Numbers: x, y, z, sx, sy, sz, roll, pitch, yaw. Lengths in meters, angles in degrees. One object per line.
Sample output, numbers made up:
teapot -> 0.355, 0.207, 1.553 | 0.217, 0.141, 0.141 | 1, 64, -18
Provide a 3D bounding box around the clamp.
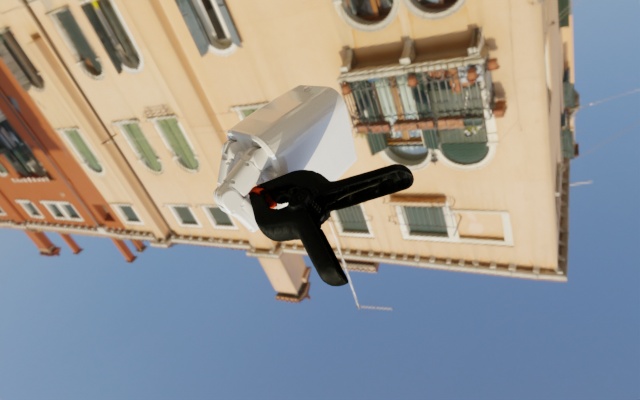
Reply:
clamp -> 0.000, 0.002, 0.436 | 0.120, 0.039, 0.171 | -43, 38, -19
